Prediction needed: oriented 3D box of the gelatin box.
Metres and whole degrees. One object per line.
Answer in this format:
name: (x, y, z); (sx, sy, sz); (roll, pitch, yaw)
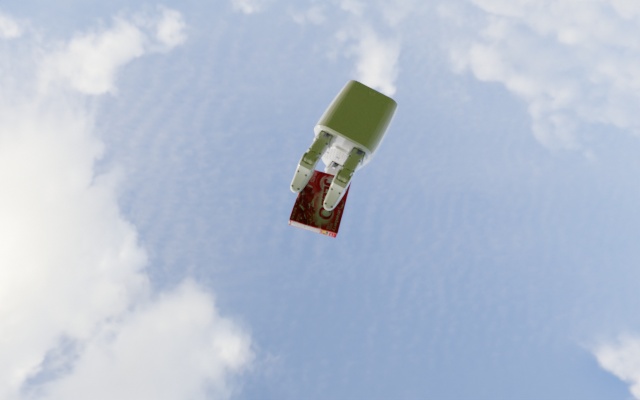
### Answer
gelatin box: (0.000, 0.003, 0.706); (0.073, 0.089, 0.030); (16, -19, 0)
